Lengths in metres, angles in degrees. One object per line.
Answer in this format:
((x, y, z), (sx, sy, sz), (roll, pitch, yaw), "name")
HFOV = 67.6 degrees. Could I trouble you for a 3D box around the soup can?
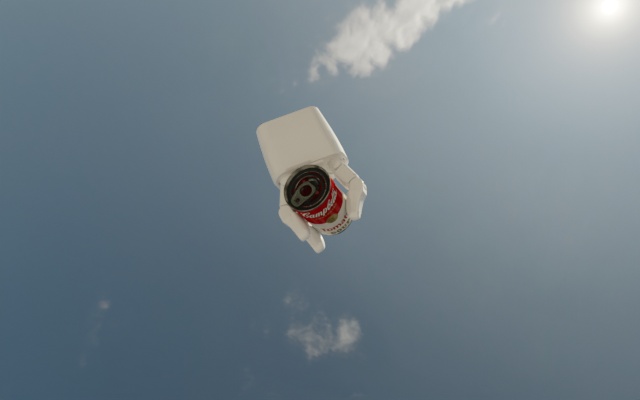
((0.001, 0.003, 0.672), (0.068, 0.068, 0.102), (0, -23, 24), "soup can")
